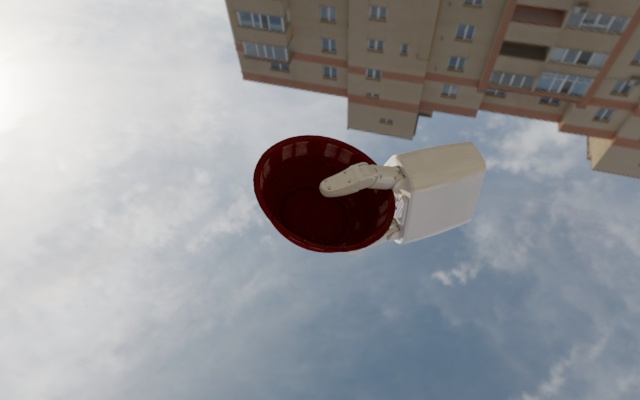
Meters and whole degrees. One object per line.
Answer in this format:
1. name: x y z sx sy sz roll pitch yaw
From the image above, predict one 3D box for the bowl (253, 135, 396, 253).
1. bowl: -0.001 0.002 0.543 0.162 0.162 0.055 0 -37 -19
